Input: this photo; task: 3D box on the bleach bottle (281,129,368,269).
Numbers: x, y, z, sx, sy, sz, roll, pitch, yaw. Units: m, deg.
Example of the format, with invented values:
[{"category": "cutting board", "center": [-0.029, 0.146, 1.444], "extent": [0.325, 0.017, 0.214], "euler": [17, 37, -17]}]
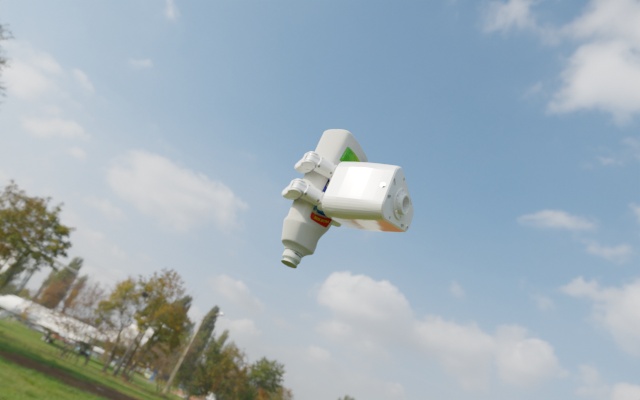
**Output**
[{"category": "bleach bottle", "center": [0.000, 0.003, 0.817], "extent": [0.068, 0.250, 0.103], "euler": [5, -31, 35]}]
